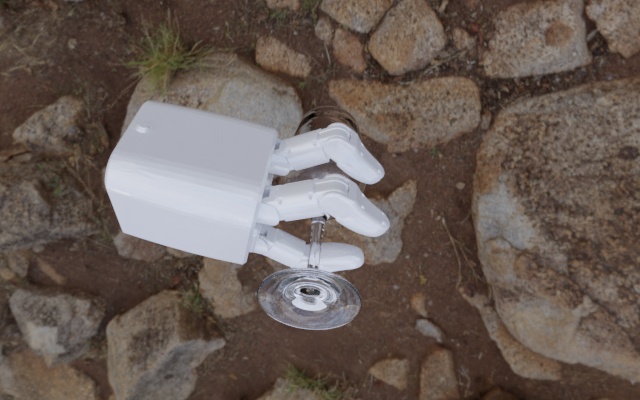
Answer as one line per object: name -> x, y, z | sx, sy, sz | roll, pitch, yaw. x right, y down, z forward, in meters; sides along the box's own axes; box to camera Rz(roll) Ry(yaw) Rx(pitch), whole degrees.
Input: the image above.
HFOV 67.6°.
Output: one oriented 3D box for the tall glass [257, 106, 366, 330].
tall glass -> 0.000, 0.002, 0.404 | 0.079, 0.079, 0.200 | 4, 45, 4
